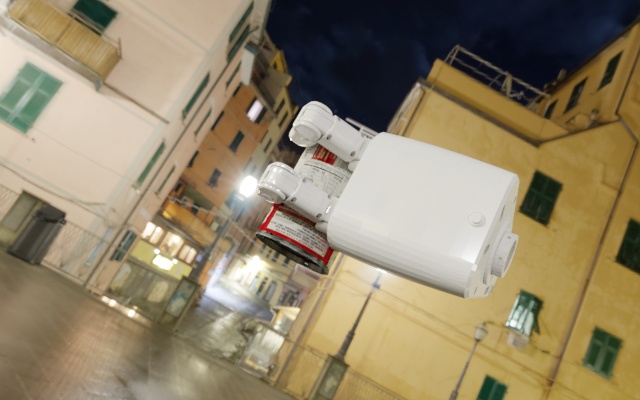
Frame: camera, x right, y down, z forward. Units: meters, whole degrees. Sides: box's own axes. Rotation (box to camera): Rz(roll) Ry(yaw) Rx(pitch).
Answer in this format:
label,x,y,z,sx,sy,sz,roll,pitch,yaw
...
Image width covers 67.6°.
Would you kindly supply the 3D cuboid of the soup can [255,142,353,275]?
label,x,y,z,sx,sy,sz,roll,pitch,yaw
soup can,0.000,0.001,0.400,0.068,0.102,0.068,27,-14,7
